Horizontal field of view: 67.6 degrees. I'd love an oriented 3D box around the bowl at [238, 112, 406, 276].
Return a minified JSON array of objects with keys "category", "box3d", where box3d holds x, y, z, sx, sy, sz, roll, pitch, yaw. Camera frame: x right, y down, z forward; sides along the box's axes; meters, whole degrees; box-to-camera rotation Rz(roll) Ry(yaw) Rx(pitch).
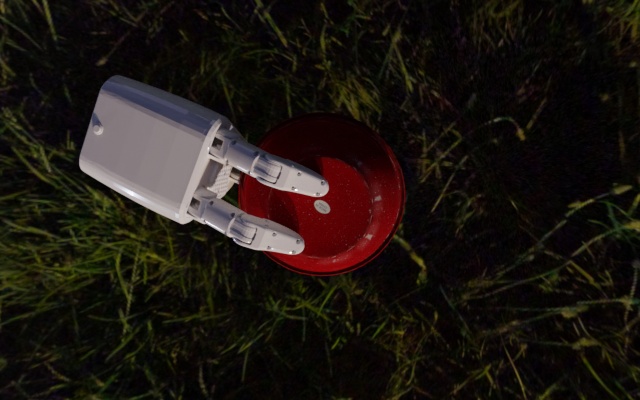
[{"category":"bowl","box3d":[0.001,0.002,0.437,0.162,0.162,0.055,0,12,2]}]
